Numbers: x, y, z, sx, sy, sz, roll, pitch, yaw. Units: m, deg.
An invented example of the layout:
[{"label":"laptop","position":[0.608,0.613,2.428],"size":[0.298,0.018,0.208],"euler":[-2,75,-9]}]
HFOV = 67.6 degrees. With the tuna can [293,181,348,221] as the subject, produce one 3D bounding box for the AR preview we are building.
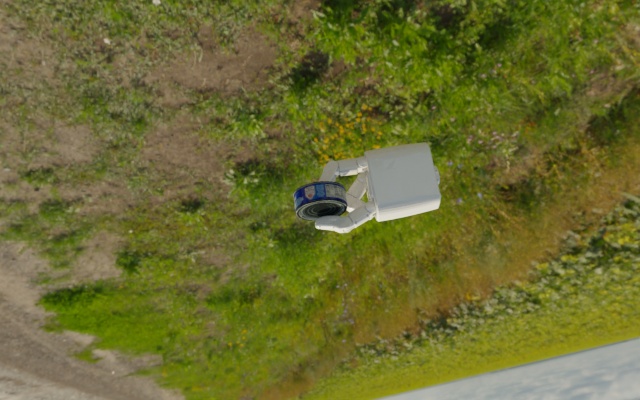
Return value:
[{"label":"tuna can","position":[0.000,0.003,0.767],"size":[0.086,0.033,0.086],"euler":[-6,-24,-3]}]
